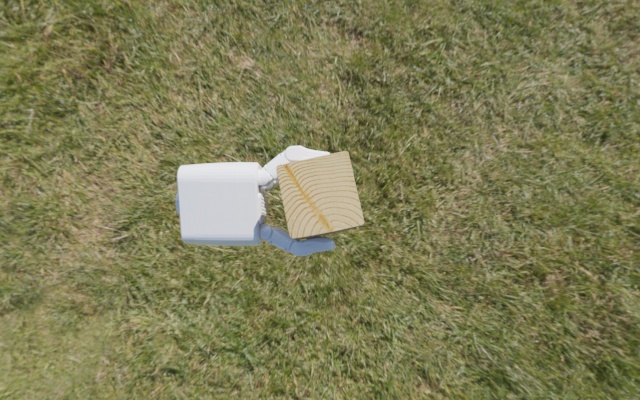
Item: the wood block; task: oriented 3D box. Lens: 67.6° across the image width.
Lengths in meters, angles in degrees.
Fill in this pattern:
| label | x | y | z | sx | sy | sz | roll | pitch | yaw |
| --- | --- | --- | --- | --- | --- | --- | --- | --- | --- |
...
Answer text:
| label | x | y | z | sx | sy | sz | roll | pitch | yaw |
| --- | --- | --- | --- | --- | --- | --- | --- | --- | --- |
| wood block | 0.000 | 0.003 | 0.655 | 0.090 | 0.091 | 0.206 | -12 | -4 | 0 |
